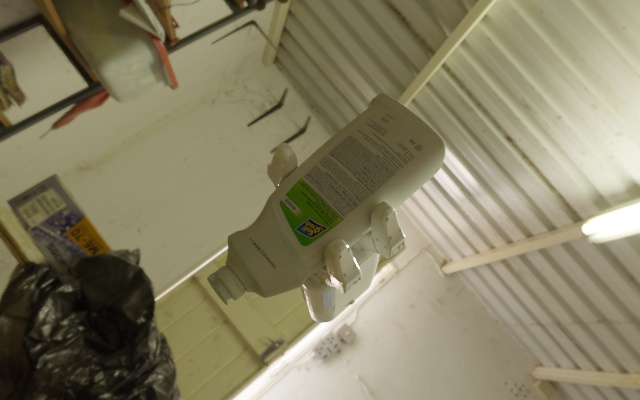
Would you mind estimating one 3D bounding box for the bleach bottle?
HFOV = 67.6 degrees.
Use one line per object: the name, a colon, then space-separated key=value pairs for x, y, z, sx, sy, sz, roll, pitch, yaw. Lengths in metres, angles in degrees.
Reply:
bleach bottle: x=0.000 y=0.001 z=0.452 sx=0.250 sy=0.102 sz=0.068 roll=-37 pitch=-26 yaw=-20
